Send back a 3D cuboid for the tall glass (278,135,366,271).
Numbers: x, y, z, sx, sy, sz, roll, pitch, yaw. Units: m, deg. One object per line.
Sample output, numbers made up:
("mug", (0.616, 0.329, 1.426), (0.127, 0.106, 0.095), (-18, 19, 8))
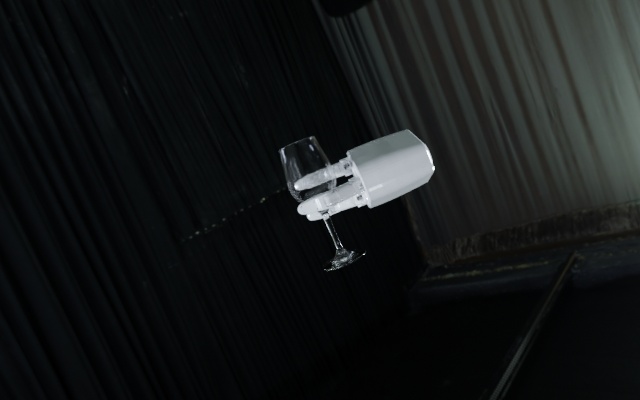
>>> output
("tall glass", (0.000, 0.003, 0.744), (0.079, 0.201, 0.079), (-23, 7, 3))
